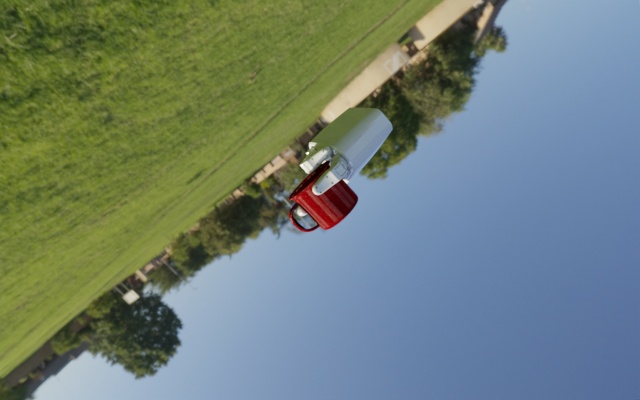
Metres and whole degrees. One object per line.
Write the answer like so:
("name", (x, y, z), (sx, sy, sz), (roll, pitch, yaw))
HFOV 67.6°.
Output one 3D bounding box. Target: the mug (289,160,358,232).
("mug", (-0.001, 0.004, 0.789), (0.117, 0.081, 0.093), (-46, 10, -13))
